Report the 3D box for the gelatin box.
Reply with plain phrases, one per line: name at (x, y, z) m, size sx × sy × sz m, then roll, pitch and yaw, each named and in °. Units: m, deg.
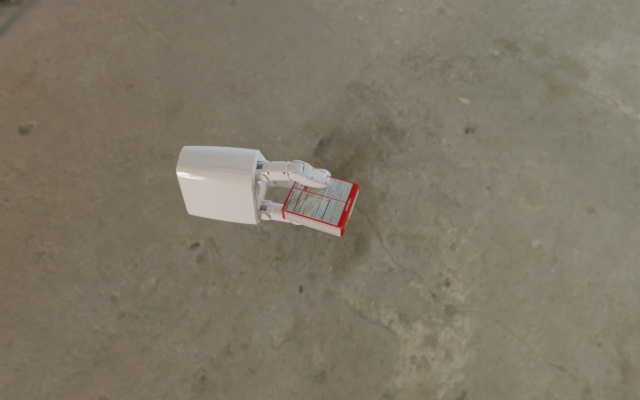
gelatin box at (0.000, 0.002, 0.655) m, size 0.089 × 0.073 × 0.030 m, roll 16°, pitch -29°, yaw 12°
